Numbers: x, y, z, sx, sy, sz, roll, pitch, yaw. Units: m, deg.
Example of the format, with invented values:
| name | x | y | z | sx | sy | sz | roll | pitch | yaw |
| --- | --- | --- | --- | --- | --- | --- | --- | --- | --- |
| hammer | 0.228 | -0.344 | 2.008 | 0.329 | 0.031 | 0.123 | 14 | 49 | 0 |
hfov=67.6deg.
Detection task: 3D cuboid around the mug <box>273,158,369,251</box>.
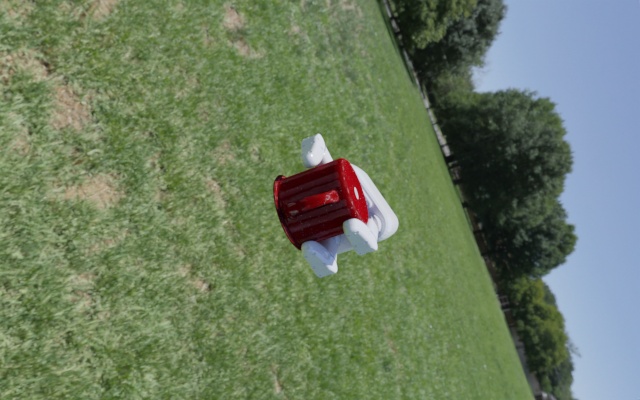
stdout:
| name | x | y | z | sx | sy | sz | roll | pitch | yaw |
| --- | --- | --- | --- | --- | --- | --- | --- | --- | --- |
| mug | 0.000 | 0.002 | 0.530 | 0.081 | 0.093 | 0.117 | -19 | -6 | 16 |
